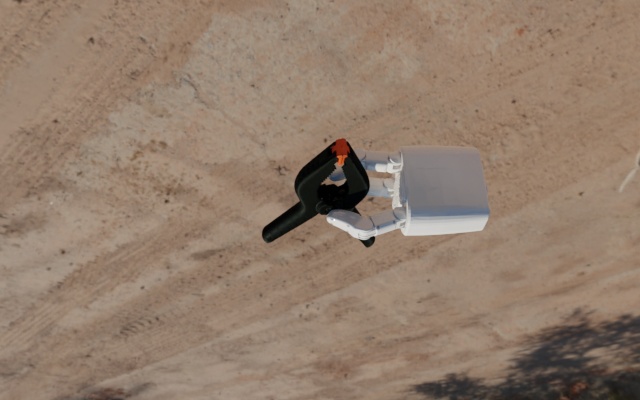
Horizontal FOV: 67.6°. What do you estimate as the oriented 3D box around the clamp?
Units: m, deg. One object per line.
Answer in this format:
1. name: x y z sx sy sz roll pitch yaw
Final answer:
1. clamp: 0.000 0.002 0.624 0.164 0.036 0.210 -2 -37 -3
